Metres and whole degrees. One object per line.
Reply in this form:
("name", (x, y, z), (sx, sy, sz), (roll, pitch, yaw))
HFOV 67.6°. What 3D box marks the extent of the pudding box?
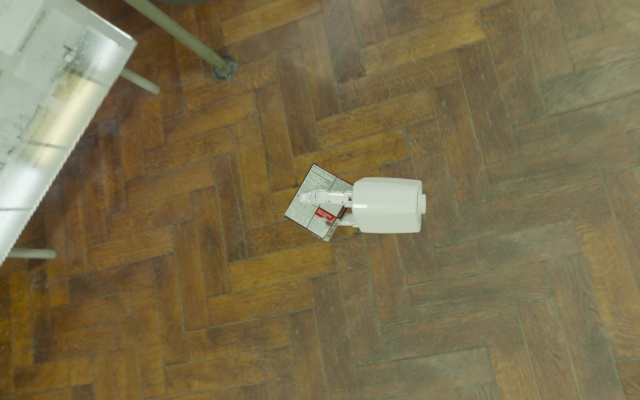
("pudding box", (0.000, 0.003, 0.850), (0.090, 0.113, 0.039), (31, 0, 16))
